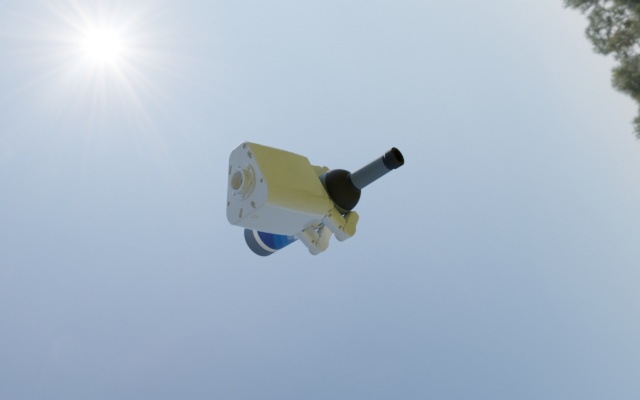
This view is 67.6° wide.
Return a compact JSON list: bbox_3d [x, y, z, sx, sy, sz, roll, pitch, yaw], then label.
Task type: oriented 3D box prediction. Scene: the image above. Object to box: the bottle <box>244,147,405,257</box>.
[{"bbox_3d":[0.000,0.002,0.711,0.296,0.069,0.069,-31,-20,36],"label":"bottle"}]
